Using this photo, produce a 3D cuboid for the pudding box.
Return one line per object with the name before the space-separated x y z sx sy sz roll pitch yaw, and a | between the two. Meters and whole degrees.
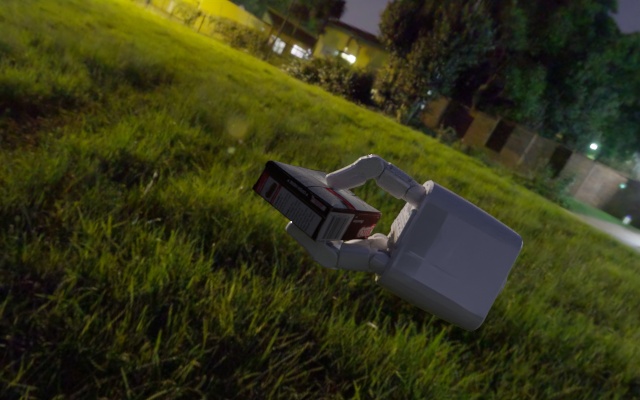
pudding box | 0.000 0.001 0.487 0.090 0.039 0.113 37 14 27
